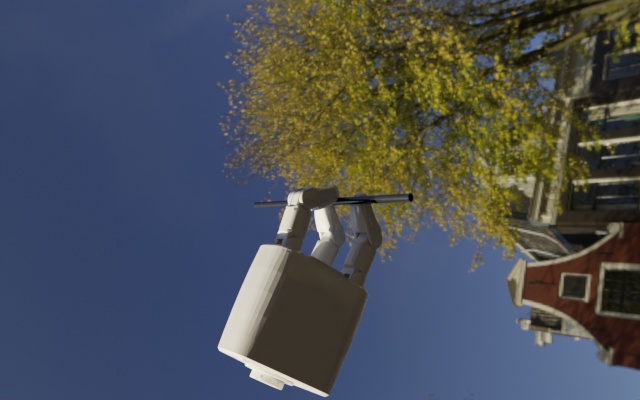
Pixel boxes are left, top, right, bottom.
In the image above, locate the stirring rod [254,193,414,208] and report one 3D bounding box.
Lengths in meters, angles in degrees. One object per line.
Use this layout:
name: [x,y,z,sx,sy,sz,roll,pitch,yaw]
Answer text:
stirring rod: [0.000,0.002,0.522,0.011,0.011,0.239,0,-2,-43]
